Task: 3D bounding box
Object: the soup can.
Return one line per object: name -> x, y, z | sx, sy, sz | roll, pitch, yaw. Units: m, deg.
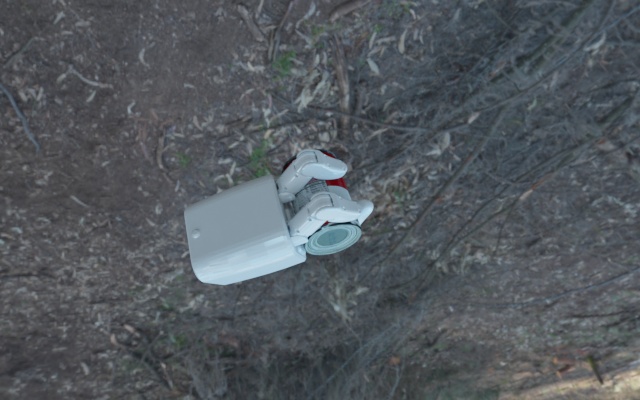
soup can -> 0.001, 0.002, 0.541 | 0.068, 0.102, 0.068 | -13, -31, -8
